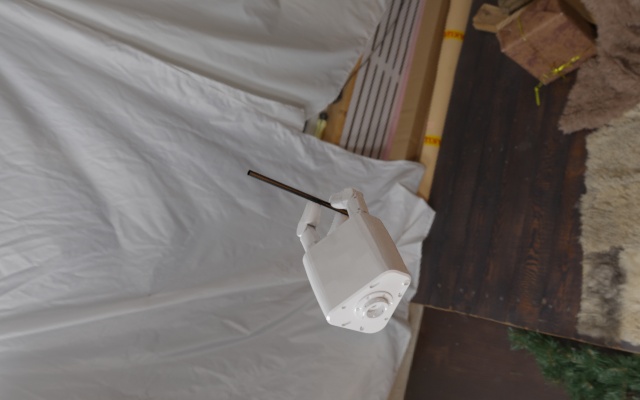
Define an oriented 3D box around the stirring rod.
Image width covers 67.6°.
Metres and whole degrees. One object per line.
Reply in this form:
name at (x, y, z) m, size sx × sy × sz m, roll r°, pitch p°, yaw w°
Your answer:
stirring rod at (0.000, 0.002, 0.689) m, size 0.239 × 0.011 × 0.011 m, roll 23°, pitch -13°, yaw -32°
